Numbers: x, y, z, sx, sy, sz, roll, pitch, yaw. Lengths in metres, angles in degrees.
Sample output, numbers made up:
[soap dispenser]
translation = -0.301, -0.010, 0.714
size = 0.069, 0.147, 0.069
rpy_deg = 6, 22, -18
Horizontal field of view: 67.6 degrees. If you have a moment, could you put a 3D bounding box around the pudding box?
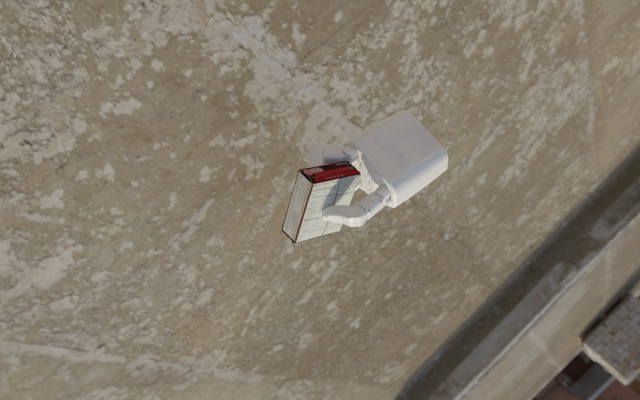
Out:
[pudding box]
translation = 0.000, 0.002, 0.683
size = 0.090, 0.114, 0.039
rpy_deg = -12, 43, -37
